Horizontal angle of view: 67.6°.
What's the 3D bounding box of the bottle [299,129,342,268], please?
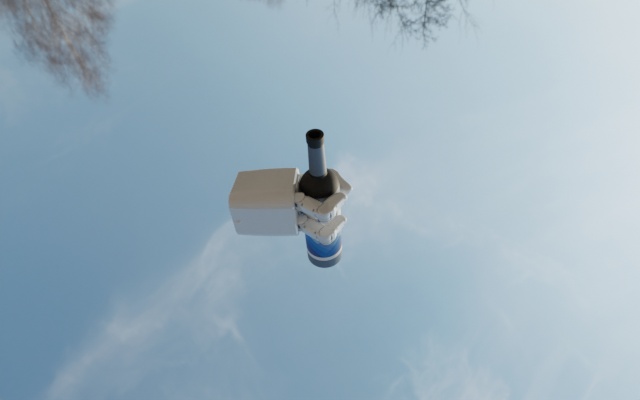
[{"bbox_3d":[0.000,0.003,0.806,0.069,0.069,0.296,0,-43,5],"label":"bottle"}]
